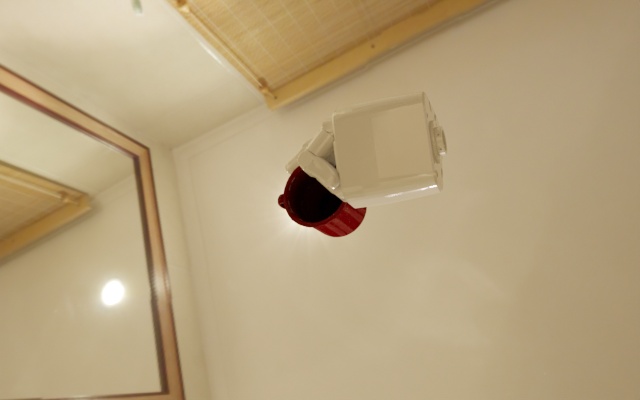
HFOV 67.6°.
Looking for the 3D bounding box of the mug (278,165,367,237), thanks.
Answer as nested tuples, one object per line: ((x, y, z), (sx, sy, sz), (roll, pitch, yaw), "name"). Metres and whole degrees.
((-0.001, 0.002, 0.634), (0.117, 0.093, 0.081), (-7, -21, 25), "mug")
